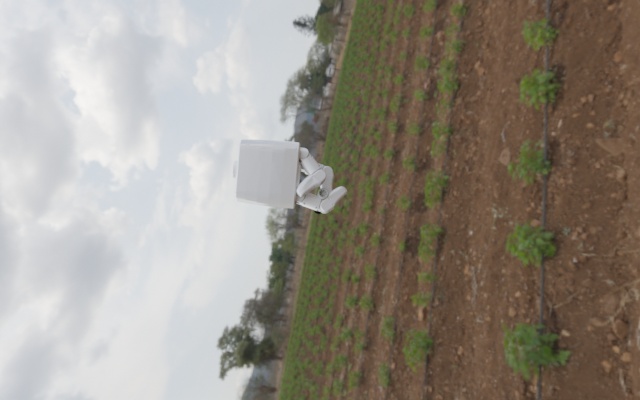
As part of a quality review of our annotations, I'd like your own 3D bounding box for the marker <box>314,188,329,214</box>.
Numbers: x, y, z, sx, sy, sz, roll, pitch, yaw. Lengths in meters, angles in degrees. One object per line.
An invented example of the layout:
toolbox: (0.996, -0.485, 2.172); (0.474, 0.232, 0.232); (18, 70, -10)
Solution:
marker: (0.000, 0.003, 0.894); (0.020, 0.020, 0.121); (0, -15, -5)
